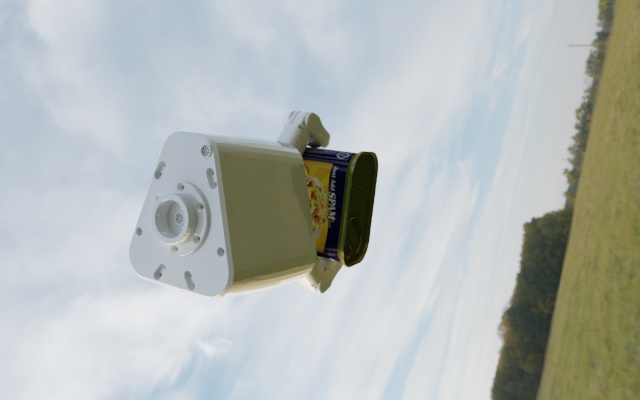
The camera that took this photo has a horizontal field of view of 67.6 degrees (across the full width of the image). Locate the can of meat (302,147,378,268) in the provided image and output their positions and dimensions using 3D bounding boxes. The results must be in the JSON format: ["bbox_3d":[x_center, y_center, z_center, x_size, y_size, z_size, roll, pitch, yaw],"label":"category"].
[{"bbox_3d":[0.000,0.001,0.437,0.084,0.102,0.057,10,9,27],"label":"can of meat"}]
